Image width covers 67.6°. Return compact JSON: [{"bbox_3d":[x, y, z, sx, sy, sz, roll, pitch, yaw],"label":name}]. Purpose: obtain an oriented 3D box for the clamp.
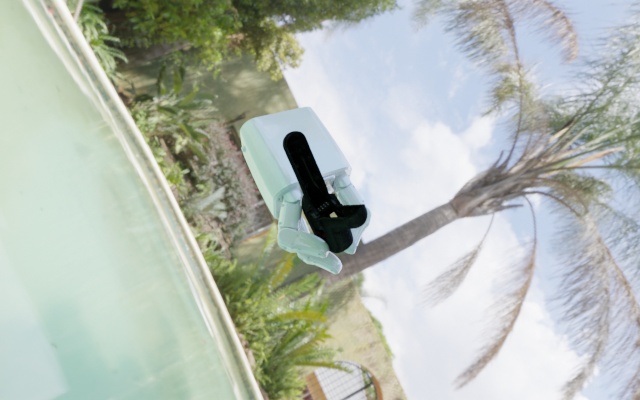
[{"bbox_3d":[0.001,0.002,0.516,0.039,0.120,0.171,-26,-18,-14],"label":"clamp"}]
